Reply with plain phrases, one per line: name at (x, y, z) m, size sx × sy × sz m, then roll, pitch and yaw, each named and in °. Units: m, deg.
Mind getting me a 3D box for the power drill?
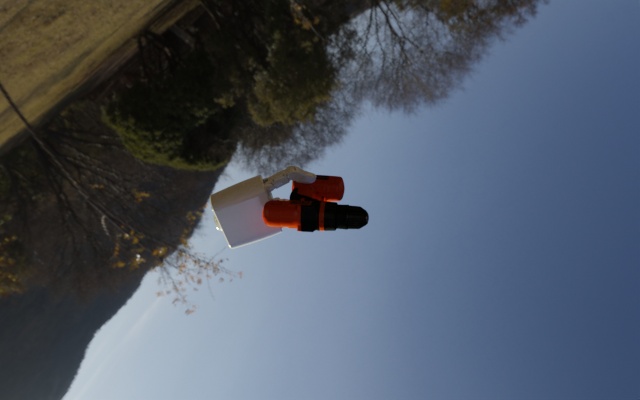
power drill at (0.000, 0.003, 0.888) m, size 0.184 × 0.057 × 0.187 m, roll 4°, pitch 18°, yaw 7°
